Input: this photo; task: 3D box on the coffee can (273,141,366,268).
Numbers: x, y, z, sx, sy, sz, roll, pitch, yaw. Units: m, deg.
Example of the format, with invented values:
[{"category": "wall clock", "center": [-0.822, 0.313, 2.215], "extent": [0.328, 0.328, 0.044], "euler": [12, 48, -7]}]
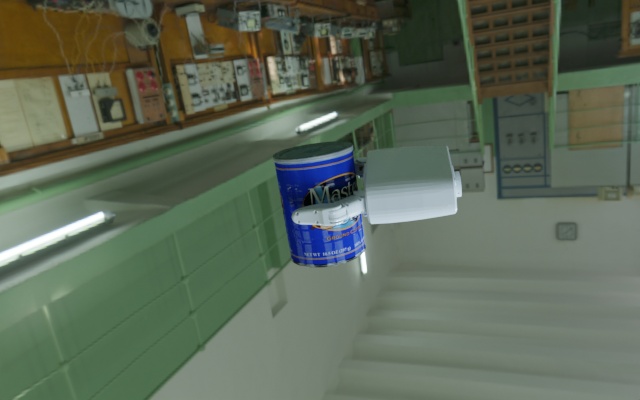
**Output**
[{"category": "coffee can", "center": [0.000, 0.002, 0.621], "extent": [0.103, 0.140, 0.102], "euler": [-8, 15, 2]}]
